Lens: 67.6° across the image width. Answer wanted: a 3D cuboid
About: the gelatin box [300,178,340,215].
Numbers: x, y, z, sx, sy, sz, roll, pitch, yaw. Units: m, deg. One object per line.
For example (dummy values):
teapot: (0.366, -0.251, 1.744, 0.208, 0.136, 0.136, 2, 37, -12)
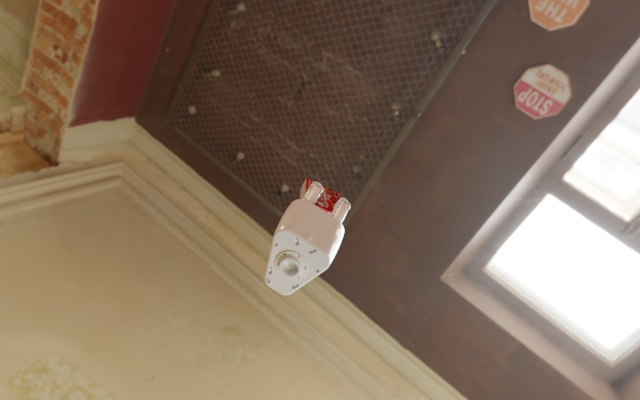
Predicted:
gelatin box: (0.000, 0.003, 0.865, 0.073, 0.030, 0.089, 25, 26, -13)
